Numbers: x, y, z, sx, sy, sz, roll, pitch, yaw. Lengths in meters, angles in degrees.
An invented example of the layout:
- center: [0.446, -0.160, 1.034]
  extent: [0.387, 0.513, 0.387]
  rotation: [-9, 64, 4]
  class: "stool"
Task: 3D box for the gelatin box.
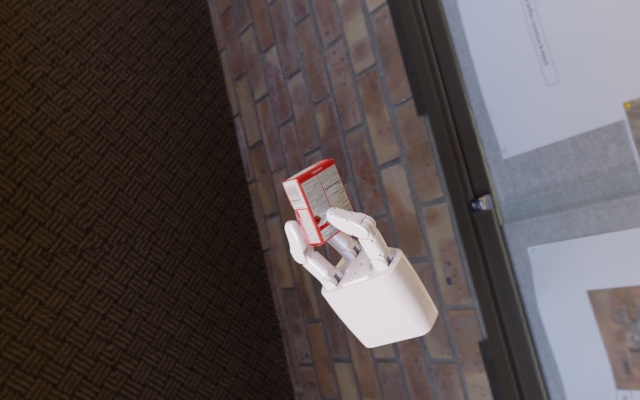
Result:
- center: [0.000, 0.002, 0.595]
  extent: [0.030, 0.089, 0.073]
  rotation: [-9, 17, 44]
  class: "gelatin box"
